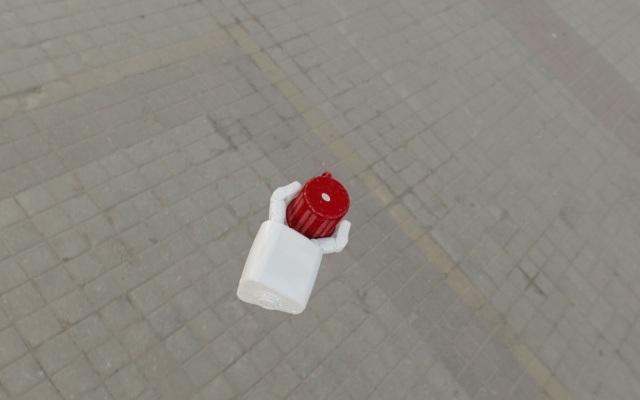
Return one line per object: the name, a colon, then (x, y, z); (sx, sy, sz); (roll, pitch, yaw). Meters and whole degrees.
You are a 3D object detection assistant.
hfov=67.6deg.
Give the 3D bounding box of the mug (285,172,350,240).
mug: (0.001, 0.001, 0.800); (0.093, 0.117, 0.081); (22, -35, -10)
